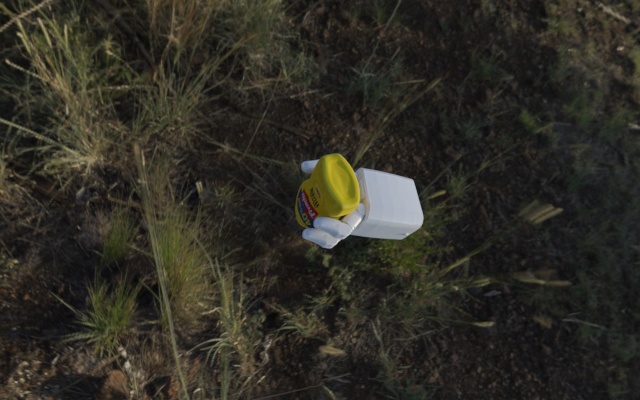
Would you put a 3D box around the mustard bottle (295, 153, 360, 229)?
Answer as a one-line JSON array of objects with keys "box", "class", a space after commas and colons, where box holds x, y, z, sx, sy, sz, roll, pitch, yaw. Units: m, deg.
[{"box": [0.000, 0.003, 0.818, 0.058, 0.096, 0.192, -15, -16, -26], "class": "mustard bottle"}]
